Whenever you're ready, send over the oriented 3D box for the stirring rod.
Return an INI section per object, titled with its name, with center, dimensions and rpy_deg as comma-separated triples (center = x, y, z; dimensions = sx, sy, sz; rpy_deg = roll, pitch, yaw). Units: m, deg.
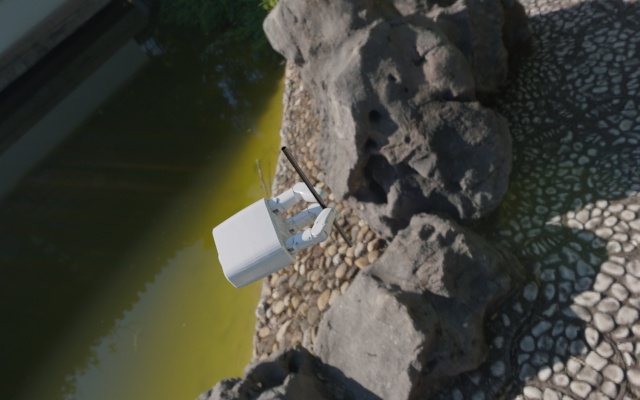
[stirring rod]
center = 0.000, 0.003, 0.746
dimensions = 0.011, 0.011, 0.240
rpy_deg = 0, -39, 34
